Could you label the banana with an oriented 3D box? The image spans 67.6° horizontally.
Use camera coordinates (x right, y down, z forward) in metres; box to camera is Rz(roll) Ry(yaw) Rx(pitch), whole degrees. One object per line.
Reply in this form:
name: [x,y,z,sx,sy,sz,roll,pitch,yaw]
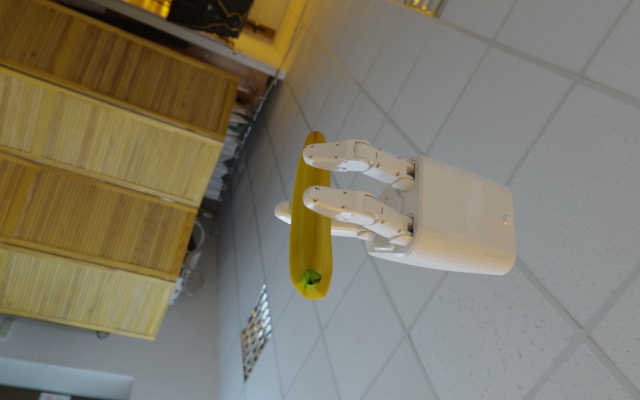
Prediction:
banana: [-0.005,0.017,0.428,0.037,0.070,0.197,12,39,-12]
